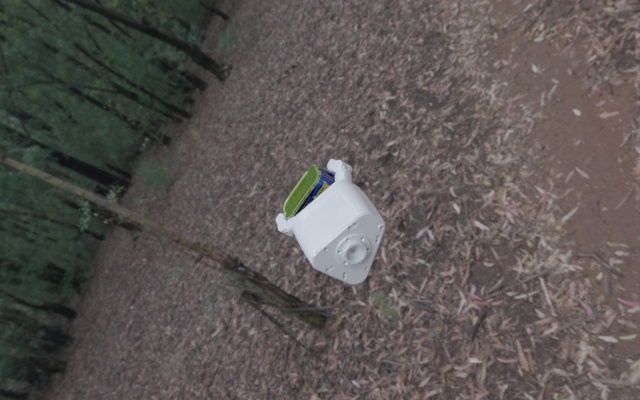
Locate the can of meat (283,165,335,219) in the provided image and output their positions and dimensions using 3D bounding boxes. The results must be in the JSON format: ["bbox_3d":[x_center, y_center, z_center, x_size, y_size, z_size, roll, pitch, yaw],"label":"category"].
[{"bbox_3d":[0.000,0.002,0.775,0.084,0.102,0.057,28,18,-27],"label":"can of meat"}]
